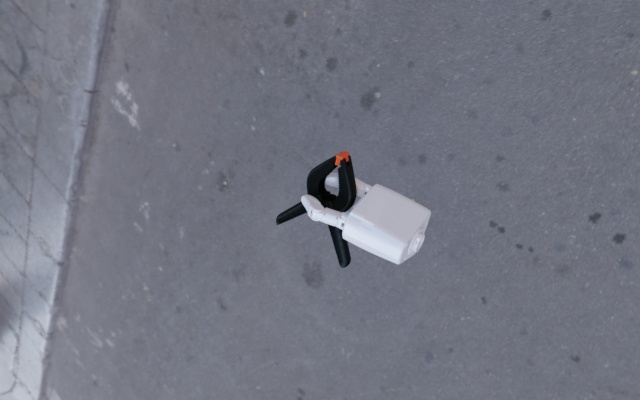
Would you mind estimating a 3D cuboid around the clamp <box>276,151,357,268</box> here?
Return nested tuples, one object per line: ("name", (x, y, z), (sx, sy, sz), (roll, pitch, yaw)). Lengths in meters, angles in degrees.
("clamp", (0.000, 0.003, 0.843), (0.164, 0.210, 0.036), (25, 33, 21))
